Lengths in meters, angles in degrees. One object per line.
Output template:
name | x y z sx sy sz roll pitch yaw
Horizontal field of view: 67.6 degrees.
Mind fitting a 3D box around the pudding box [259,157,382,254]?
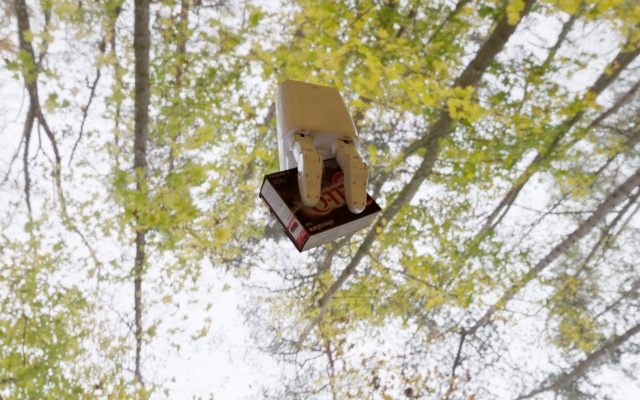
pudding box | 0.000 0.002 0.542 0.113 0.090 0.039 -19 -31 -37
